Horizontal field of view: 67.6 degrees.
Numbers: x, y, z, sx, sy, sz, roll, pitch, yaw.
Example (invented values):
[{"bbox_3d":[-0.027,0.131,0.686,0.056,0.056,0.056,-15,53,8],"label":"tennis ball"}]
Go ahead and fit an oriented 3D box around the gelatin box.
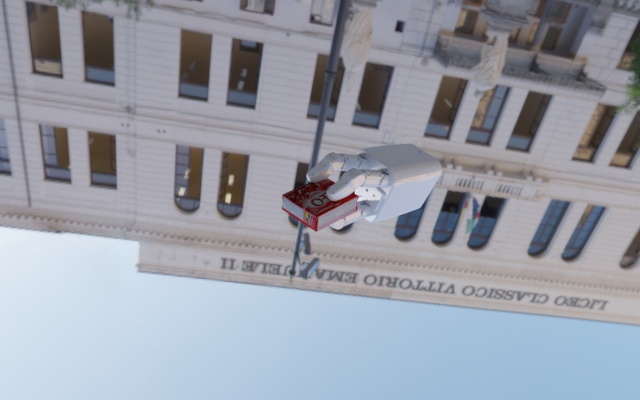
[{"bbox_3d":[0.000,0.003,0.693,0.089,0.030,0.073,-26,44,-38],"label":"gelatin box"}]
